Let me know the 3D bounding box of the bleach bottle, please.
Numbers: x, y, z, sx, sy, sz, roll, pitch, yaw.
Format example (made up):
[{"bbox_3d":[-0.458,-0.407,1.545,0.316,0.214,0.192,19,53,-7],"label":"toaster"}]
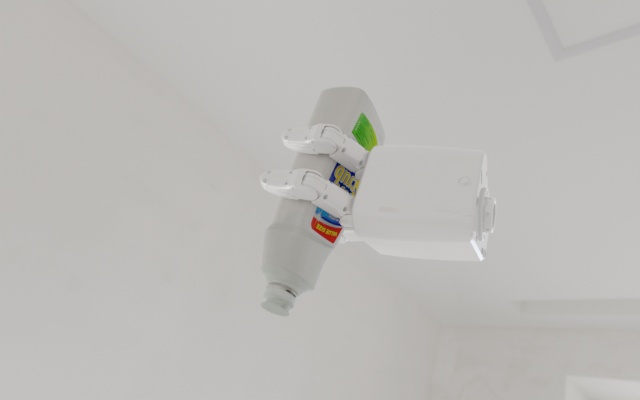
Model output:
[{"bbox_3d":[0.000,0.002,0.497,0.068,0.250,0.103,3,-34,28],"label":"bleach bottle"}]
